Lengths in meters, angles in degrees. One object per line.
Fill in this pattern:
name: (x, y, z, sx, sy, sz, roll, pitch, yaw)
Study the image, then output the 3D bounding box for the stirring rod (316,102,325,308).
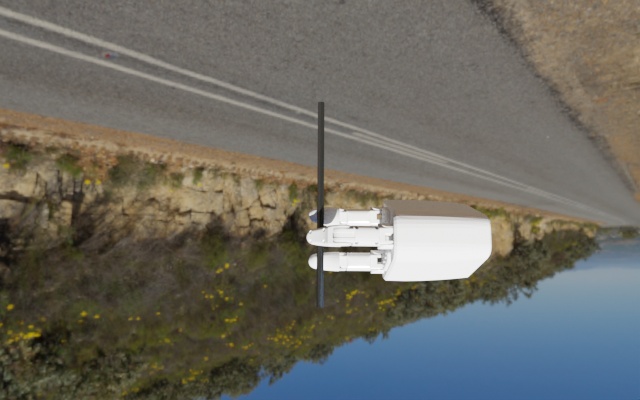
stirring rod: (0.000, 0.002, 0.557, 0.011, 0.239, 0.011, 0, -8, 0)
